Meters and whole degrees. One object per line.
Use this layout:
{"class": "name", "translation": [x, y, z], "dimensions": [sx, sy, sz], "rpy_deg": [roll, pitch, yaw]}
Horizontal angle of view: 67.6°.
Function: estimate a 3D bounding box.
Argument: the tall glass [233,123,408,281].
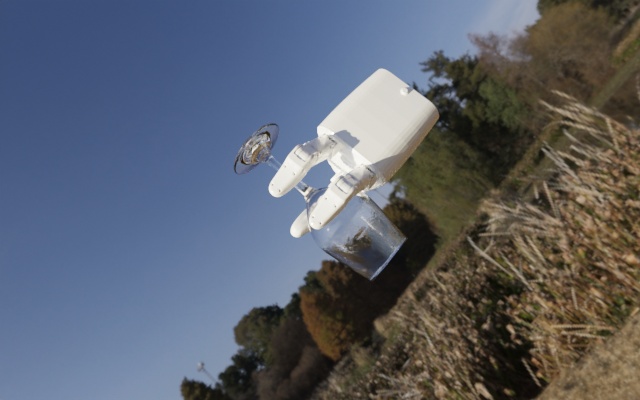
{"class": "tall glass", "translation": [-0.001, 0.001, 0.535], "dimensions": [0.201, 0.079, 0.079], "rpy_deg": [40, 10, 12]}
